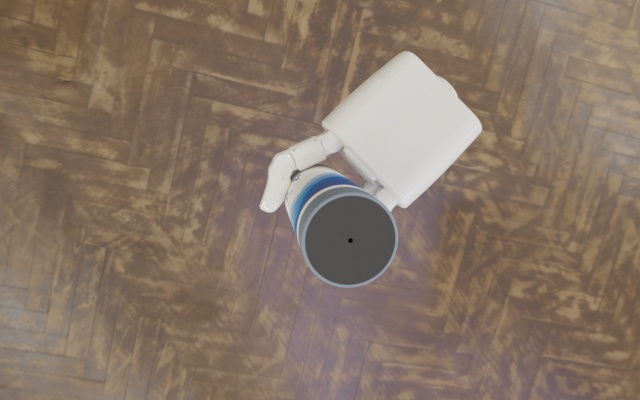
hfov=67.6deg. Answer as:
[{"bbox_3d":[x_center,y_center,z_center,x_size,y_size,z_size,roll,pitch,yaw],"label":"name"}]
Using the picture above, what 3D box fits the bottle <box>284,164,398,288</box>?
[{"bbox_3d":[0.000,0.002,0.462,0.069,0.069,0.295,0,10,-8],"label":"bottle"}]
